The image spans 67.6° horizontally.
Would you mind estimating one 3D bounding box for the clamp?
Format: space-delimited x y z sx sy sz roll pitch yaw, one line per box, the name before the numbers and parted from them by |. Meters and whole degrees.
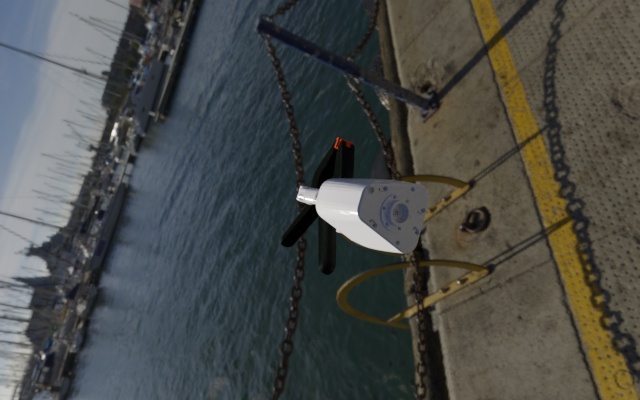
clamp | 0.000 0.002 0.769 0.036 0.210 0.164 19 -5 -31
